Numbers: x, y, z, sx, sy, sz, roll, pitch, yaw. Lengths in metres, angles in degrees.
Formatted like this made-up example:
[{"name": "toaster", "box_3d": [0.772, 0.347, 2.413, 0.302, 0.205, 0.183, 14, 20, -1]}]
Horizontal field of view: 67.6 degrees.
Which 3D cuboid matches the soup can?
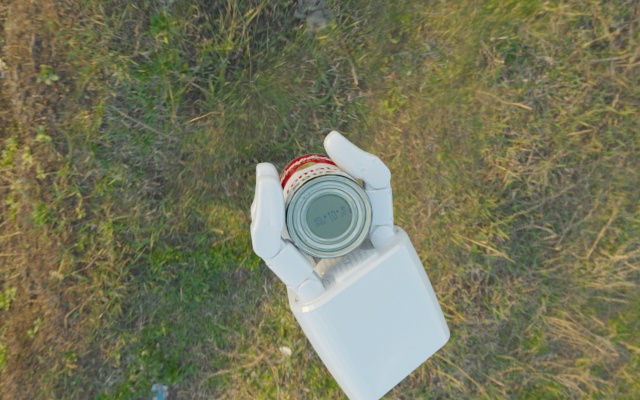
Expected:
[{"name": "soup can", "box_3d": [0.000, 0.001, 0.401, 0.068, 0.068, 0.102, 0, 14, -8]}]
